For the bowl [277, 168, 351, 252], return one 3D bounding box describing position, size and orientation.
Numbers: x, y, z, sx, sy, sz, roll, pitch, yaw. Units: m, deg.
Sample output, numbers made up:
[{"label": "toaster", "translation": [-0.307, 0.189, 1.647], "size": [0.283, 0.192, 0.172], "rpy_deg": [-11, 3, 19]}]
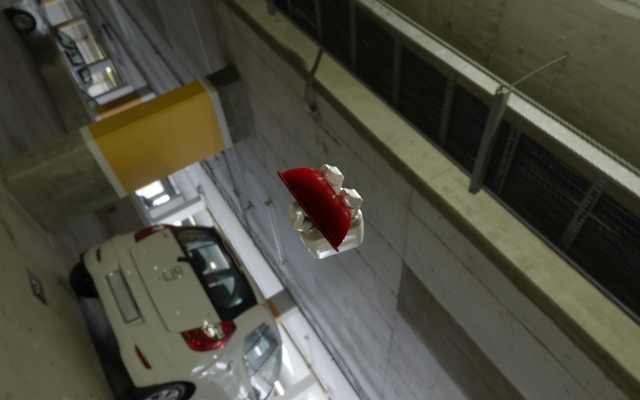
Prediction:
[{"label": "bowl", "translation": [0.000, 0.002, 0.757], "size": [0.055, 0.162, 0.162], "rpy_deg": [-37, 0, 0]}]
